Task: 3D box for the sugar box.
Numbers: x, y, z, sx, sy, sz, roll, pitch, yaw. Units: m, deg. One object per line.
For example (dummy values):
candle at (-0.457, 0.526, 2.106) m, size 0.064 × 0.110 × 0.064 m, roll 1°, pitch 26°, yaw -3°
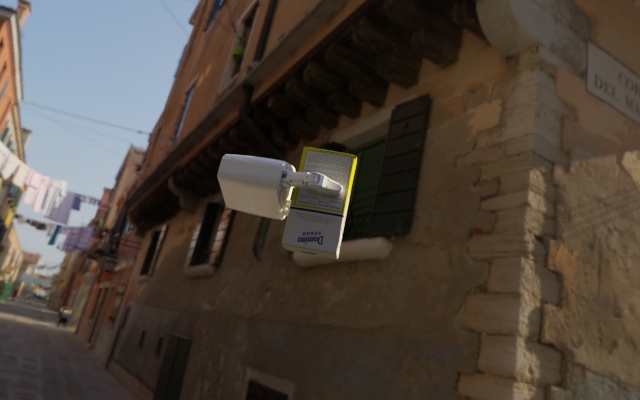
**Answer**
sugar box at (0.000, 0.003, 0.796) m, size 0.093 × 0.176 × 0.048 m, roll 10°, pitch -17°, yaw 8°
